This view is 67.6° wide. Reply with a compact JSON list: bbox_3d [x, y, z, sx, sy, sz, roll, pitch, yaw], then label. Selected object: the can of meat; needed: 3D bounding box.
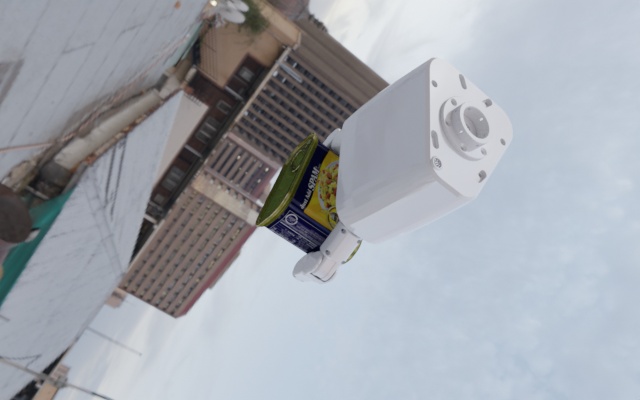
[{"bbox_3d":[0.000,0.002,0.450,0.084,0.102,0.057,35,-38,-17],"label":"can of meat"}]
